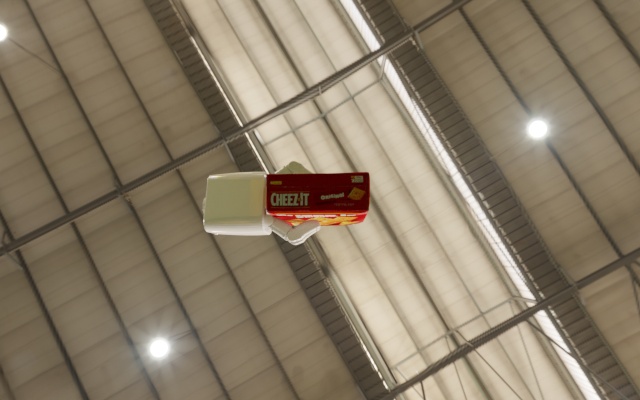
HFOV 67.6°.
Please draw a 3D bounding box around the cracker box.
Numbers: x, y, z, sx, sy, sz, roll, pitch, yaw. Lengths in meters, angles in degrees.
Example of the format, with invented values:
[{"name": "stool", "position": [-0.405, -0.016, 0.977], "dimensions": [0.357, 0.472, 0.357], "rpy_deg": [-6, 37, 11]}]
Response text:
[{"name": "cracker box", "position": [0.000, 0.003, 0.846], "dimensions": [0.164, 0.072, 0.214], "rpy_deg": [-1, -7, 3]}]
